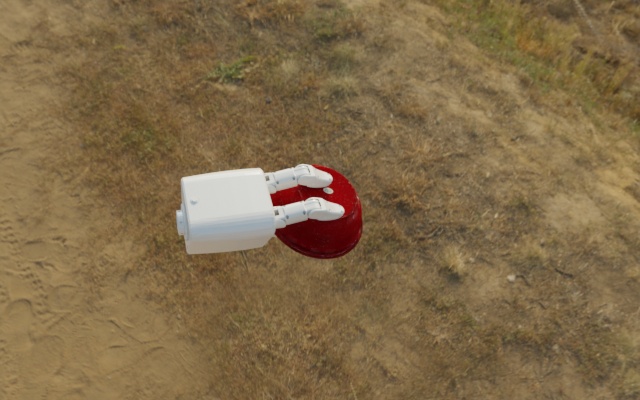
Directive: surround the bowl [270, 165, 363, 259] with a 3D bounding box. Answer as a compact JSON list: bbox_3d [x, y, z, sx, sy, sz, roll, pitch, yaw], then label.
[{"bbox_3d":[0.001,0.002,0.696,0.162,0.162,0.055,0,-34,-28],"label":"bowl"}]
